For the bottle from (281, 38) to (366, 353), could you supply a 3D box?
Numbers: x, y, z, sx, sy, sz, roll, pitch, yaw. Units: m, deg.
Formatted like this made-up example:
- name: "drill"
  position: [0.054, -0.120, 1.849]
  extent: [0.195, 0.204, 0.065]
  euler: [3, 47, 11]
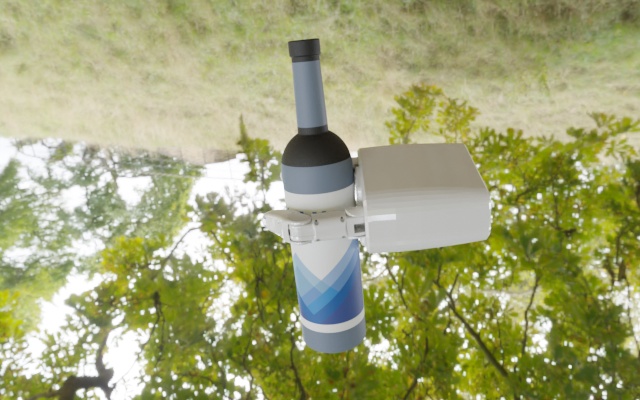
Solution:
- name: "bottle"
  position: [0.000, 0.002, 0.455]
  extent: [0.069, 0.296, 0.069]
  euler: [-5, 19, 2]
